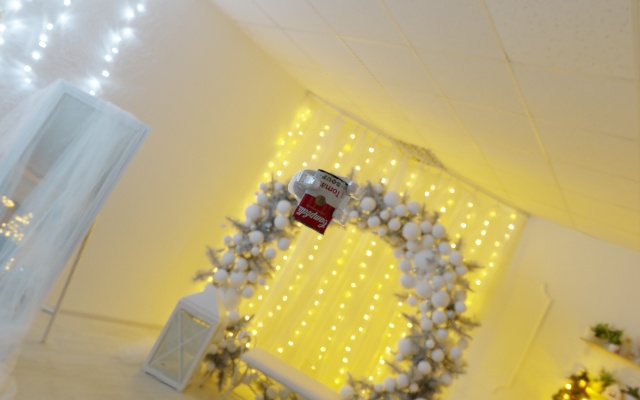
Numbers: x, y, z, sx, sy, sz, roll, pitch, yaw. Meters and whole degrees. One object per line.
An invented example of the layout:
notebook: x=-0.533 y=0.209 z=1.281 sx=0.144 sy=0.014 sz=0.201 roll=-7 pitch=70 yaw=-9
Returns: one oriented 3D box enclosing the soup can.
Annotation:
soup can: x=0.000 y=0.002 z=0.861 sx=0.068 sy=0.102 sz=0.068 roll=28 pitch=-4 yaw=2
